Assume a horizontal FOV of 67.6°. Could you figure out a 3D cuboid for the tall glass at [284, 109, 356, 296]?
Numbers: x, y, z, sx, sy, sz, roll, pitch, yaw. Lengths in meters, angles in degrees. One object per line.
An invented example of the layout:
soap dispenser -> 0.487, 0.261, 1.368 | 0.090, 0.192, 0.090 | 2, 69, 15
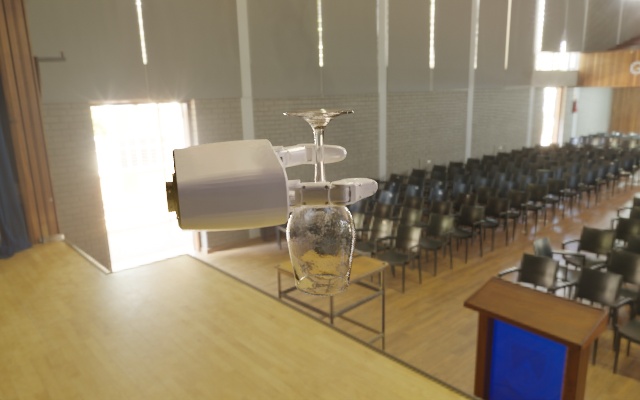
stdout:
tall glass -> 0.000, 0.001, 0.532 | 0.079, 0.201, 0.079 | -2, 13, 0
